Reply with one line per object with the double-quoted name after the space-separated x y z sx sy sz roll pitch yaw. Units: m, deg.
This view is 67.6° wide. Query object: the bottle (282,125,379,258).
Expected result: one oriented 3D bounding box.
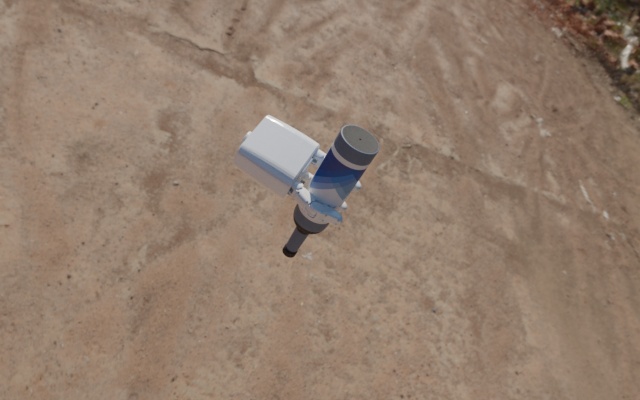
0.000 0.003 0.818 0.069 0.069 0.296 0 -41 -33 "bottle"
